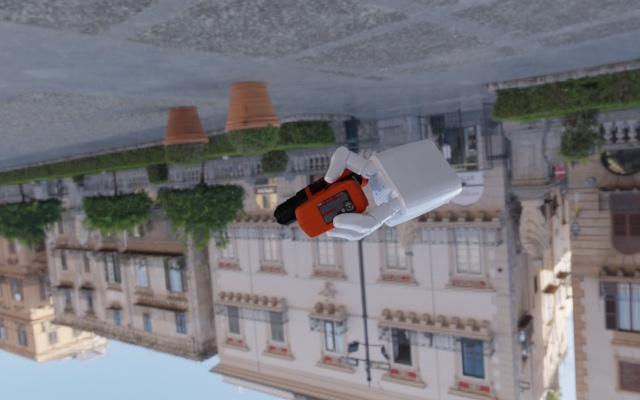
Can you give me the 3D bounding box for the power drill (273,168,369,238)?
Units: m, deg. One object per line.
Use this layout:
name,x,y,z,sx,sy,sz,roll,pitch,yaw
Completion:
power drill,0.000,0.003,0.784,0.184,0.057,0.187,-30,11,4
